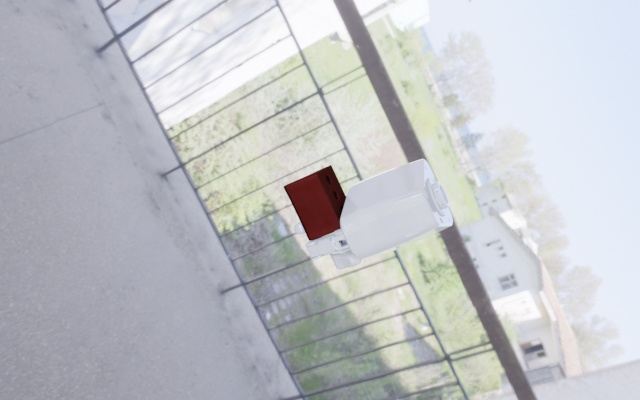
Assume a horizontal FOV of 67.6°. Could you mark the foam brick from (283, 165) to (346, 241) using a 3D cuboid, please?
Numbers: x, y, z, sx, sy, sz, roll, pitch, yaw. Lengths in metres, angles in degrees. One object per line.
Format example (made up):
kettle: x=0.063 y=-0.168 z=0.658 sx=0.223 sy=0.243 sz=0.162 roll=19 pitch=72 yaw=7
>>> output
foam brick: x=0.000 y=0.002 z=0.607 sx=0.051 sy=0.078 sz=0.053 roll=-23 pitch=6 yaw=28
